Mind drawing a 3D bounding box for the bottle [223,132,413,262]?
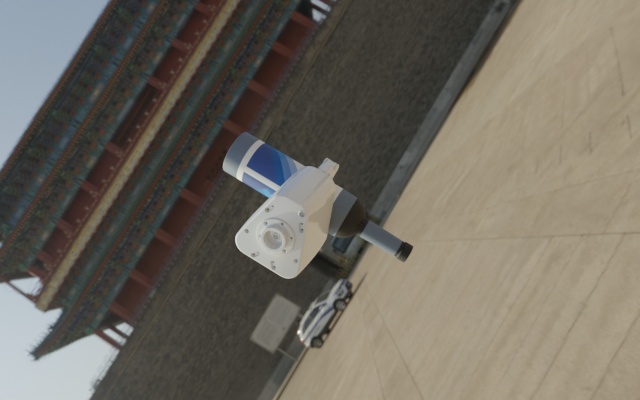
[{"bbox_3d":[0.000,0.002,0.695,0.295,0.069,0.069,31,3,5],"label":"bottle"}]
